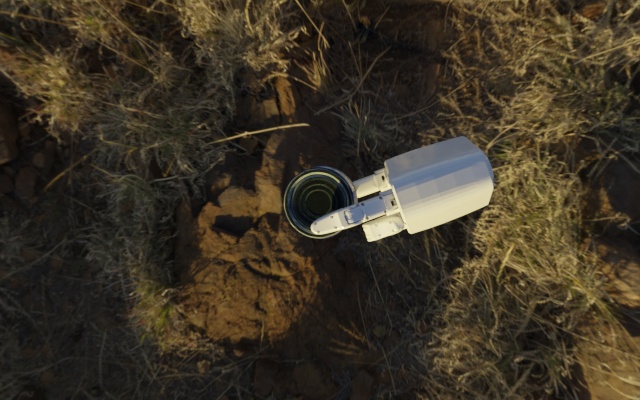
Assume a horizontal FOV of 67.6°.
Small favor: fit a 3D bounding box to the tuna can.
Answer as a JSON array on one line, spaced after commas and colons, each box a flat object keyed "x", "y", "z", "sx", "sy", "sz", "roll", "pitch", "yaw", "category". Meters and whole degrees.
[{"x": 0.000, "y": 0.002, "z": 0.571, "sx": 0.086, "sy": 0.086, "sz": 0.034, "roll": 0, "pitch": 6, "yaw": 11, "category": "tuna can"}]
